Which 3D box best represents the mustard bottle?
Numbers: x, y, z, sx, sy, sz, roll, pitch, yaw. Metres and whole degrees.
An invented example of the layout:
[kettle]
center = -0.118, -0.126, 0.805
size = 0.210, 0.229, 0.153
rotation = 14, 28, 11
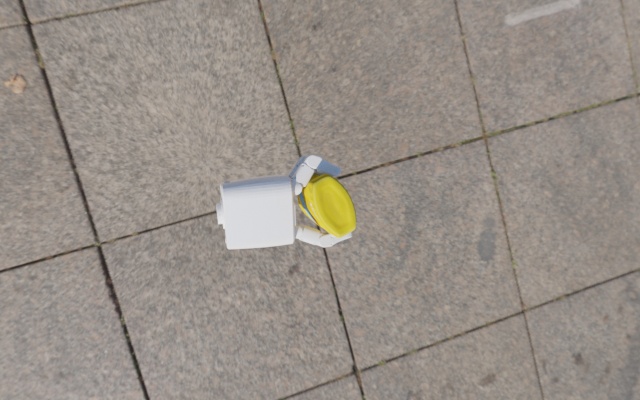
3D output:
[mustard bottle]
center = 0.001, 0.003, 0.793
size = 0.058, 0.096, 0.191
rotation = -30, 10, -9
